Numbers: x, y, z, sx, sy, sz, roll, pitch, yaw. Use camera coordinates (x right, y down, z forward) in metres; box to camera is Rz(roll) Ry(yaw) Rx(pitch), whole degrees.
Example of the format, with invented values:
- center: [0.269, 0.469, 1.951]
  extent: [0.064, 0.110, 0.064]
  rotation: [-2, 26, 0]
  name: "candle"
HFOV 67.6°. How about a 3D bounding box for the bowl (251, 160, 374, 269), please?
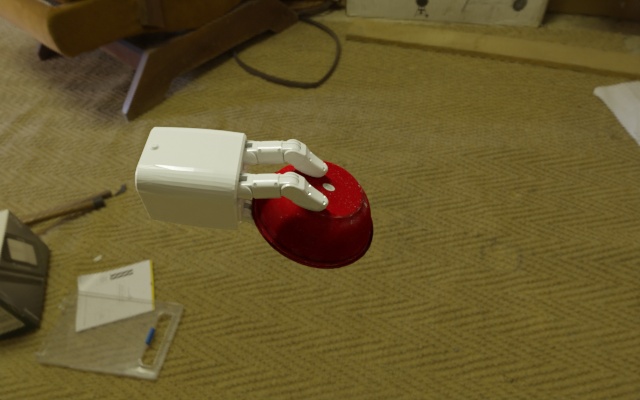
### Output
- center: [0.001, 0.002, 0.586]
  extent: [0.162, 0.162, 0.055]
  rotation: [0, -40, -24]
  name: "bowl"
